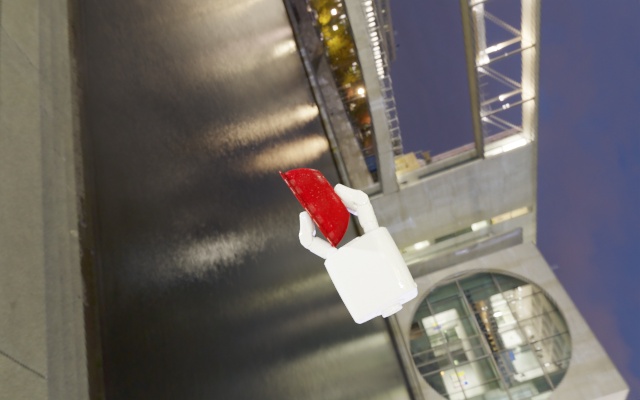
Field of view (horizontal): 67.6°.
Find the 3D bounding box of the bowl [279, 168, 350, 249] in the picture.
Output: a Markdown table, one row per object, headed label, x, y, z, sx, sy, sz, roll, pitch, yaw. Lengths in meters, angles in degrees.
| label | x | y | z | sx | sy | sz | roll | pitch | yaw |
| --- | --- | --- | --- | --- | --- | --- | --- | --- | --- |
| bowl | 0.000 | 0.001 | 0.788 | 0.055 | 0.162 | 0.162 | -36 | 1 | -1 |
